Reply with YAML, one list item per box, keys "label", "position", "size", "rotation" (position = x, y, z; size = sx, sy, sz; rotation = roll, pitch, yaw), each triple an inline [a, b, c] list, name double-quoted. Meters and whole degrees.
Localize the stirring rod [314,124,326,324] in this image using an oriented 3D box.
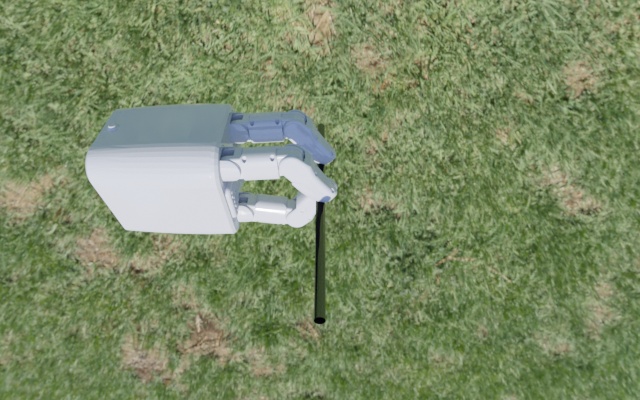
- label: "stirring rod"
  position: [0.000, 0.001, 0.407]
  size: [0.011, 0.011, 0.239]
  rotation: [0, 41, 0]
